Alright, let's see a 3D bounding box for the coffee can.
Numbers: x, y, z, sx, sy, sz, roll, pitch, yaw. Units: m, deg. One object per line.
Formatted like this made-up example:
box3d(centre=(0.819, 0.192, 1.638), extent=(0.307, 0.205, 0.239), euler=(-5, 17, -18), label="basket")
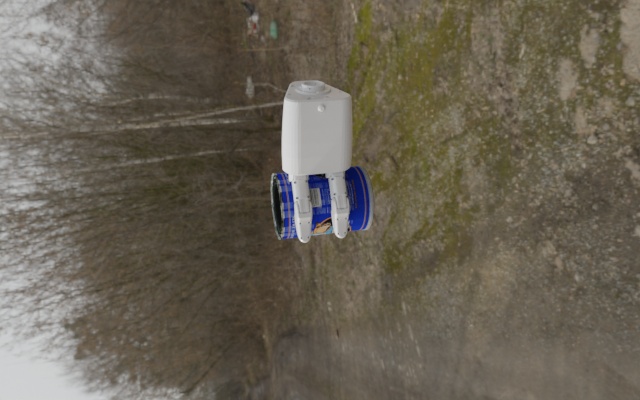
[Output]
box3d(centre=(0.000, 0.003, 0.741), extent=(0.140, 0.103, 0.103), euler=(-6, 1, -13), label="coffee can")
